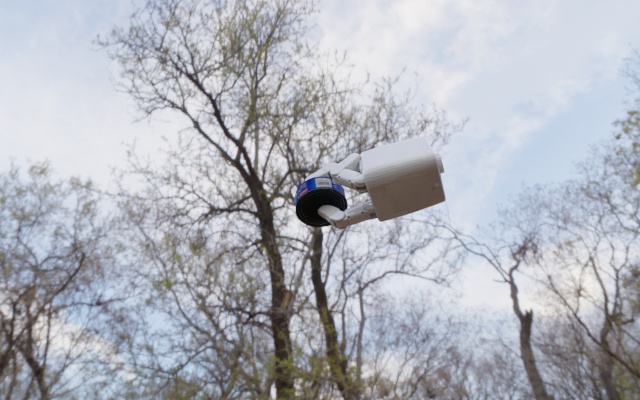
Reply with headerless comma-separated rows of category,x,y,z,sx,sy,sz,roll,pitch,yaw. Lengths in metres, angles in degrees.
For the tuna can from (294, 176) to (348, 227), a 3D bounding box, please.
tuna can,0.000,0.002,0.783,0.086,0.086,0.033,0,41,-9
